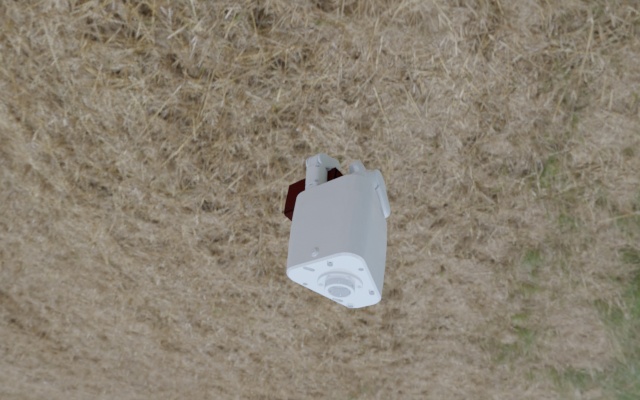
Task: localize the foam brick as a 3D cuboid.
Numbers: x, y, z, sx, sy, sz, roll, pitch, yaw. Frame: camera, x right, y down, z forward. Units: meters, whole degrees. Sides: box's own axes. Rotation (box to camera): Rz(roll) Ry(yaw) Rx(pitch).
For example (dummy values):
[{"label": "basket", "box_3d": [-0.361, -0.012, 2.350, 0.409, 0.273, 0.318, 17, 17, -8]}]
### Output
[{"label": "foam brick", "box_3d": [0.000, 0.002, 0.615, 0.078, 0.051, 0.053, -20, -46, 30]}]
